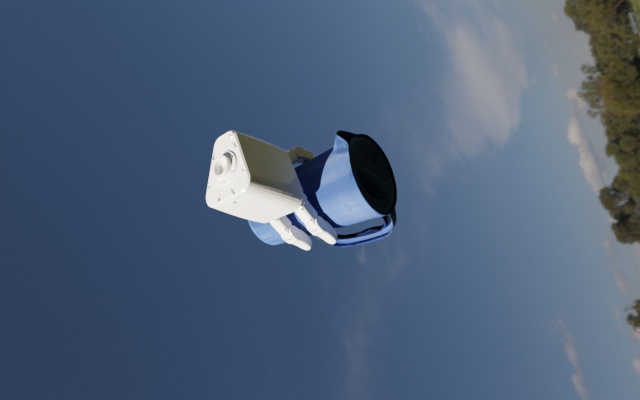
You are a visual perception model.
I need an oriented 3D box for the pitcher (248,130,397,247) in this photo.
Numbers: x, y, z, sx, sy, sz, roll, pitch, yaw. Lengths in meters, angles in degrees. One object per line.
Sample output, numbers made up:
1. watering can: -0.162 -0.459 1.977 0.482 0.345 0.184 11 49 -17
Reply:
1. pitcher: 0.000 0.003 0.797 0.243 0.149 0.145 -22 -25 34
